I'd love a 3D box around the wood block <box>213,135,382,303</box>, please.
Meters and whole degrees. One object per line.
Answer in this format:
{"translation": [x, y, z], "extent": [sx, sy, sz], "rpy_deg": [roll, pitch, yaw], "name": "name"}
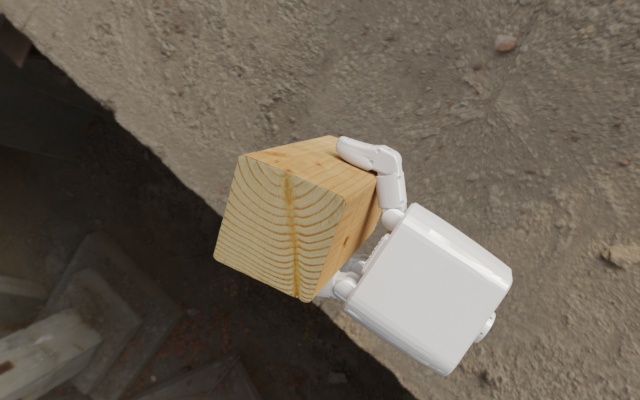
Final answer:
{"translation": [0.000, 0.001, 0.449], "extent": [0.090, 0.091, 0.206], "rpy_deg": [23, 18, 14], "name": "wood block"}
